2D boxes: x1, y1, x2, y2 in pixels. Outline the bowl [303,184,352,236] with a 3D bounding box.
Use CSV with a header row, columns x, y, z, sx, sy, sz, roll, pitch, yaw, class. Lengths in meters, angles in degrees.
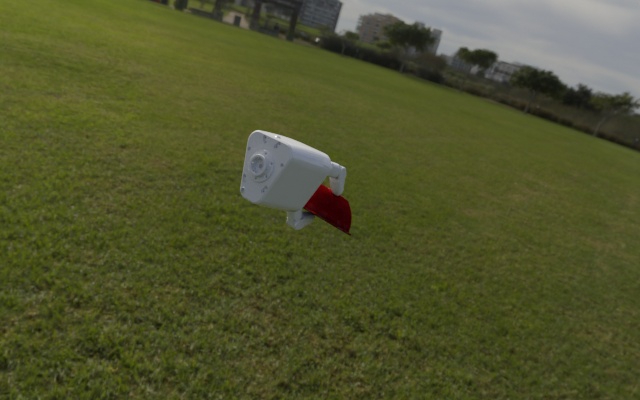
x,y,z,sx,sy,sz,roll,pitch,yaw,class
0.001,0.003,0.895,0.162,0.055,0.162,30,-2,1,bowl
